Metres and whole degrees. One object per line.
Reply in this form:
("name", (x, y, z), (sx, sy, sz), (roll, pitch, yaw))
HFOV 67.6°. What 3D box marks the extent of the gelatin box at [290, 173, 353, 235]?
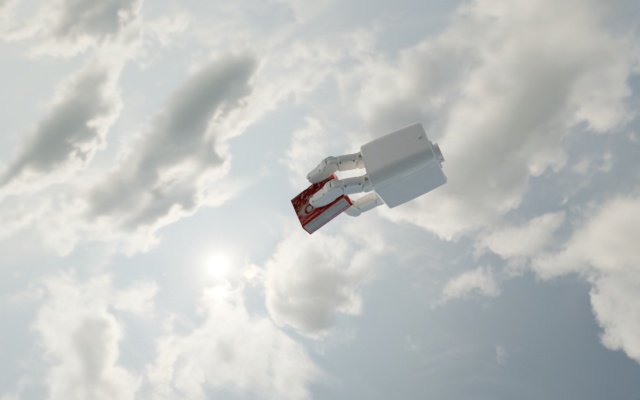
("gelatin box", (0.000, 0.003, 0.788), (0.089, 0.073, 0.030), (-37, -48, 9))
